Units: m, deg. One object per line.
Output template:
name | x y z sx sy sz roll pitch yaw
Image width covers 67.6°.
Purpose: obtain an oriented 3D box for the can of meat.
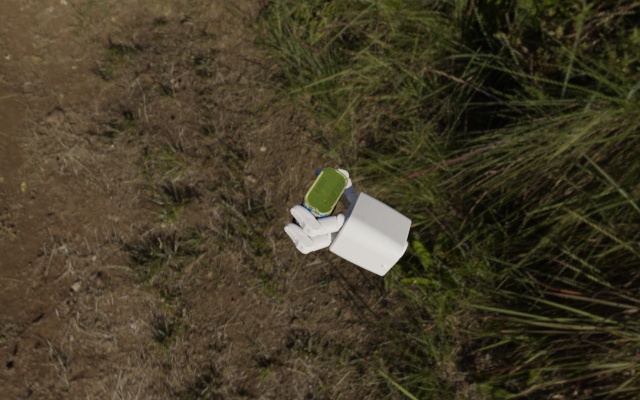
can of meat | 0.000 0.002 0.827 0.057 0.102 0.084 30 -35 2
